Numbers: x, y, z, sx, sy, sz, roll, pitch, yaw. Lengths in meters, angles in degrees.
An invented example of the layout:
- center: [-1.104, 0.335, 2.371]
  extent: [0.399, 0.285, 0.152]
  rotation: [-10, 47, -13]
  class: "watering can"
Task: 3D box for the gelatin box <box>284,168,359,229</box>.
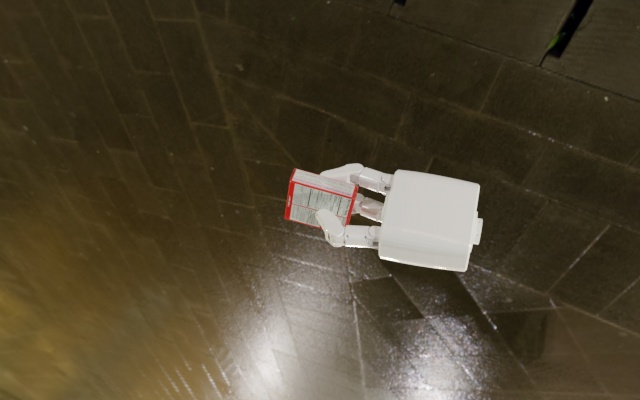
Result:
- center: [0.000, 0.002, 0.640]
  extent: [0.089, 0.073, 0.030]
  rotation: [15, 45, 3]
  class: "gelatin box"
